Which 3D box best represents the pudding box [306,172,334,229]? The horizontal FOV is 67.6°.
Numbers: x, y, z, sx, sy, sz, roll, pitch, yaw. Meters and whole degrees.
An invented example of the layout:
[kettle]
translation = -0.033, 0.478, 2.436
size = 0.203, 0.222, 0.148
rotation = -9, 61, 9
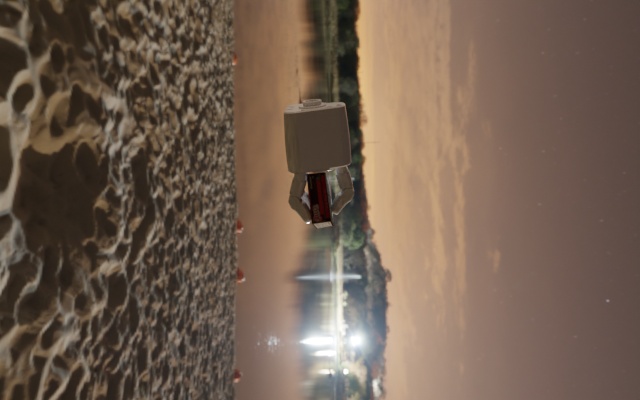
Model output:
[pudding box]
translation = 0.000, 0.003, 0.878
size = 0.039, 0.090, 0.113
rotation = -6, -9, 5
